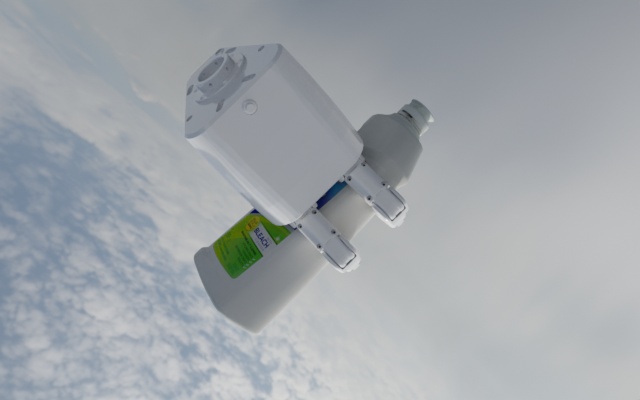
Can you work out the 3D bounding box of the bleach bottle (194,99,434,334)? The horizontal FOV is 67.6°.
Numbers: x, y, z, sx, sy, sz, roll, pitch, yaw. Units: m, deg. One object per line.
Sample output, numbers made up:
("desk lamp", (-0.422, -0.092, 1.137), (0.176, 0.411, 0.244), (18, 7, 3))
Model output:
("bleach bottle", (0.000, 0.002, 0.442), (0.068, 0.251, 0.102), (46, -1, -37))
